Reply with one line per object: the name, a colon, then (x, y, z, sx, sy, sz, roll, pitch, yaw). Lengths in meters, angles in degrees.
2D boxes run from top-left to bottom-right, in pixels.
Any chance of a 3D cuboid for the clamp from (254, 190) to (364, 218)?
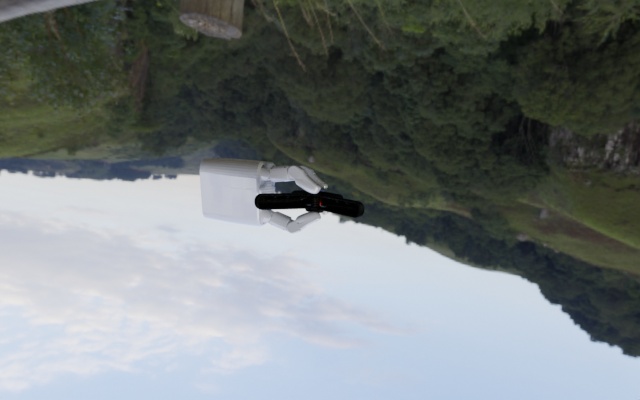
clamp: (0.000, 0.003, 0.794, 0.164, 0.036, 0.210, 6, 5, 12)
